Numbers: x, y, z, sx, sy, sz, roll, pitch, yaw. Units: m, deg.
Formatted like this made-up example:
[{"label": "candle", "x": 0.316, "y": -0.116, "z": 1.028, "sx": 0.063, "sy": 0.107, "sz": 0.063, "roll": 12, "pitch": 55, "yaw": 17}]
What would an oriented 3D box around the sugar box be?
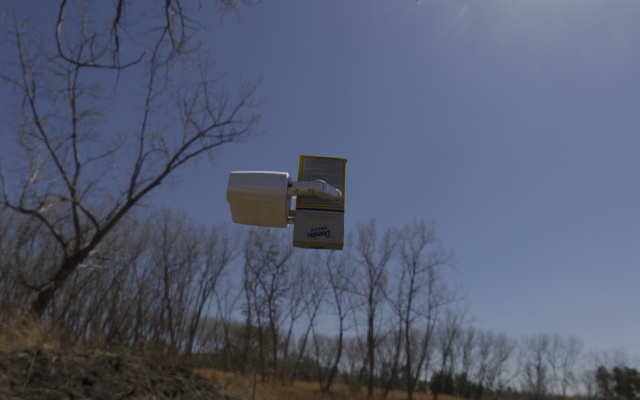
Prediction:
[{"label": "sugar box", "x": 0.000, "y": 0.003, "z": 0.891, "sx": 0.093, "sy": 0.176, "sz": 0.048, "roll": 4, "pitch": -22, "yaw": 0}]
